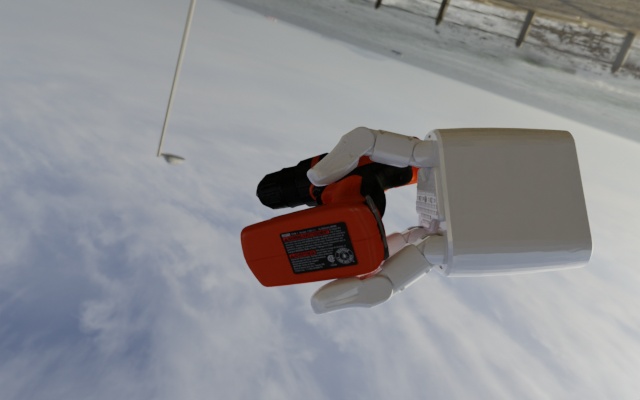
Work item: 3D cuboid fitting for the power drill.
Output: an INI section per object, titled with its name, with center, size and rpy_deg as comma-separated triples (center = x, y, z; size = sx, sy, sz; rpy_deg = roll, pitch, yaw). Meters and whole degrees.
[power drill]
center = 0.000, 0.002, 0.425
size = 0.184, 0.057, 0.187
rpy_deg = -14, 20, 21
